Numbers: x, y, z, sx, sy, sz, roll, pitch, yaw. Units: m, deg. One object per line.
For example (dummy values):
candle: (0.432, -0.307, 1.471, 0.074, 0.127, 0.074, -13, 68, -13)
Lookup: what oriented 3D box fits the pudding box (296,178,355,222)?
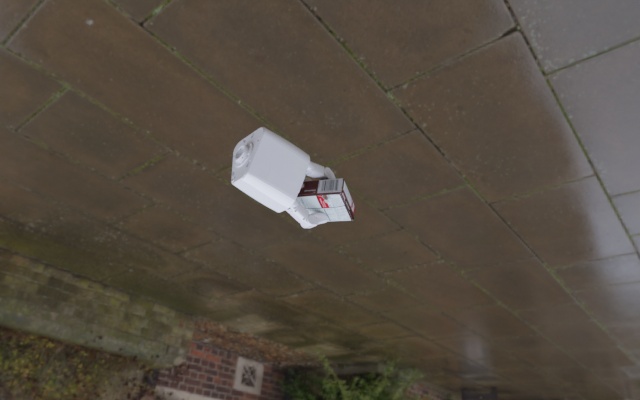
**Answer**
pudding box: (0.000, 0.003, 0.899, 0.113, 0.039, 0.090, -3, -37, 20)
